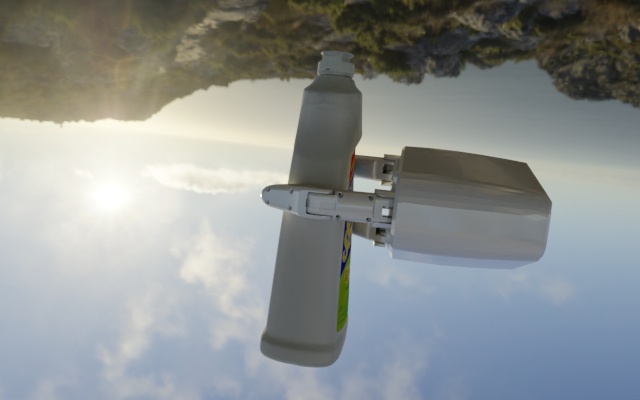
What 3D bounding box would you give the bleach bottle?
[{"bbox_3d":[0.000,0.001,0.407,0.068,0.251,0.102,7,6,10],"label":"bleach bottle"}]
